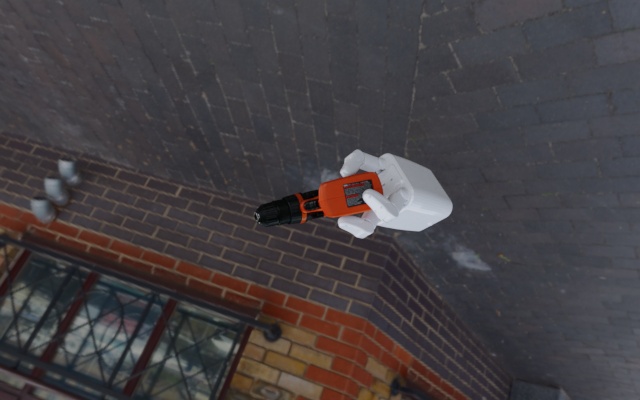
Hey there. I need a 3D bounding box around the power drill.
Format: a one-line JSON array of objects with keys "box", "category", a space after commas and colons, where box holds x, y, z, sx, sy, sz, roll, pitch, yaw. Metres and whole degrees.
[{"box": [0.001, 0.002, 0.769, 0.184, 0.057, 0.187, -14, 1, -24], "category": "power drill"}]
